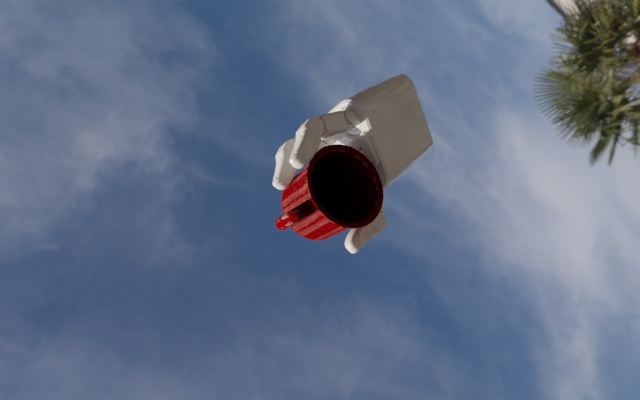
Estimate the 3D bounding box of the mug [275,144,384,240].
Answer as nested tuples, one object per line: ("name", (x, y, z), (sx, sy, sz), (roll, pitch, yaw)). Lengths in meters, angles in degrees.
("mug", (-0.001, 0.002, 0.520), (0.117, 0.093, 0.081), (-33, 0, -35))
